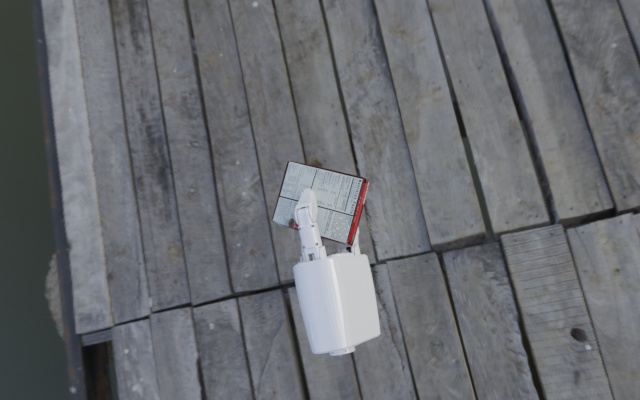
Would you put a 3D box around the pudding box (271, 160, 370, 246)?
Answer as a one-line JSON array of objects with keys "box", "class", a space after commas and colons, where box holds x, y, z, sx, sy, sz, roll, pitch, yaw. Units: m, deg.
[{"box": [0.000, 0.002, 0.630, 0.113, 0.090, 0.039, 15, -2, 17], "class": "pudding box"}]
